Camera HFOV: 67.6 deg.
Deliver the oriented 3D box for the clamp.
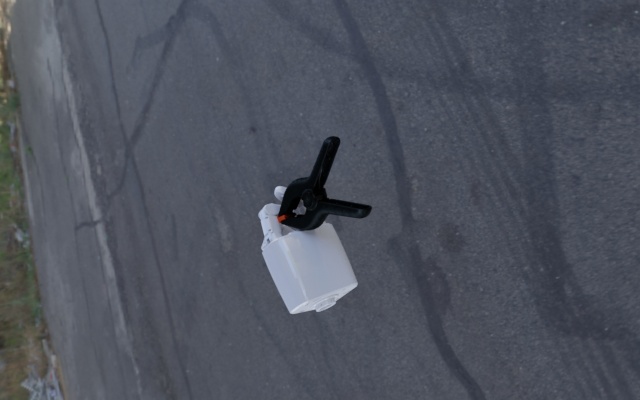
[{"bbox_3d":[0.000,0.002,0.690,0.039,0.120,0.171,-8,-27,-41],"label":"clamp"}]
